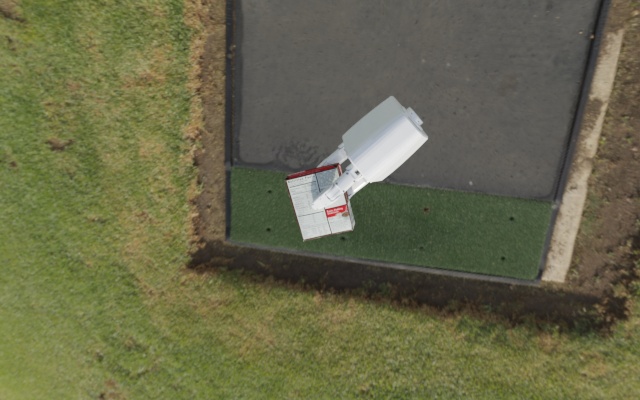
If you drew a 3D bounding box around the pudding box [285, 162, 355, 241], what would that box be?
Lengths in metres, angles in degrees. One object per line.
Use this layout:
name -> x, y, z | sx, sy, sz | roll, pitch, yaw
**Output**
pudding box -> 0.000, 0.003, 0.783 | 0.090, 0.113, 0.039 | -13, 14, 10
